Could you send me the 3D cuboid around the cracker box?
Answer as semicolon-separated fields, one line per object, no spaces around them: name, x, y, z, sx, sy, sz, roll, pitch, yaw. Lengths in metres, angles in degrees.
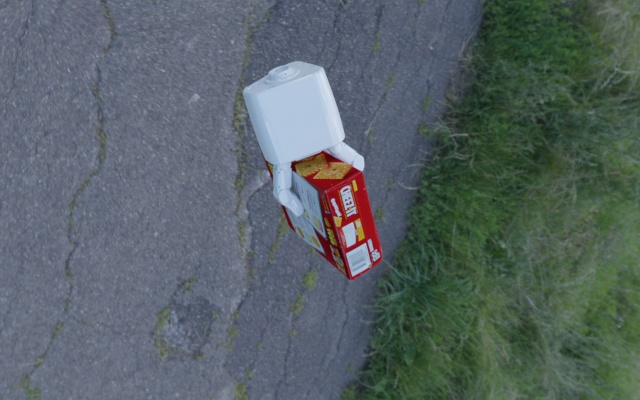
cracker box;0.000;0.003;0.754;0.072;0.164;0.213;-28;33;-18
